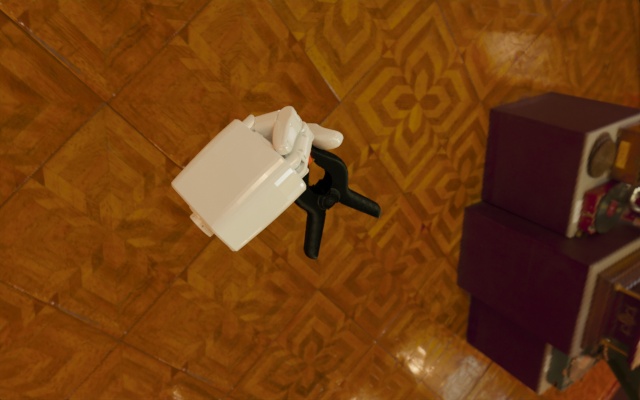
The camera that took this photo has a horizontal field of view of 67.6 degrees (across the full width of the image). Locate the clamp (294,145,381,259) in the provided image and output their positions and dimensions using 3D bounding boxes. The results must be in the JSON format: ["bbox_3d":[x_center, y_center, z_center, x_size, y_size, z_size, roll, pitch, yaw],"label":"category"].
[{"bbox_3d":[0.000,0.002,0.609,0.171,0.120,0.039,51,-7,-39],"label":"clamp"}]
